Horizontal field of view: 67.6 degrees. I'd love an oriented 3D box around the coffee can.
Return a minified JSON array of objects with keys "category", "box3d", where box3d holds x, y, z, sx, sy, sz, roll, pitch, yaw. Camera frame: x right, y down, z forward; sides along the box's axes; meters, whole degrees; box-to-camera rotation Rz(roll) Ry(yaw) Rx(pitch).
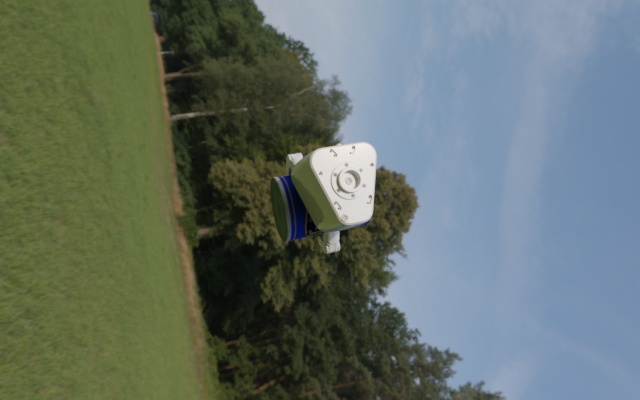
[{"category":"coffee can","box3d":[0.000,0.003,0.761,0.140,0.103,0.103,-10,3,-16]}]
